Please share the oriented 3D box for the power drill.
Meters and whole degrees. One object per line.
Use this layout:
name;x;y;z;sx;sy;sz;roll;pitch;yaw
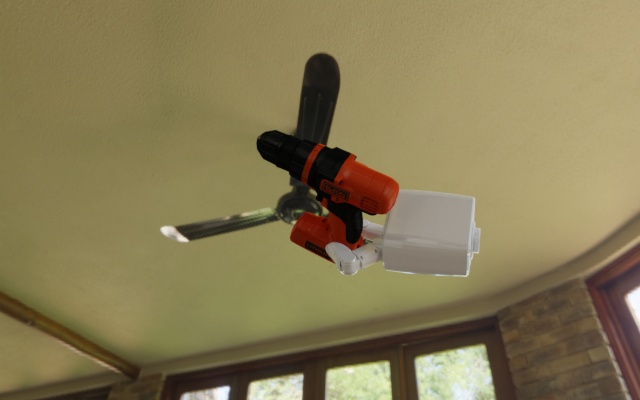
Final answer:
power drill;0.000;0.002;0.626;0.184;0.057;0.188;26;-32;13
